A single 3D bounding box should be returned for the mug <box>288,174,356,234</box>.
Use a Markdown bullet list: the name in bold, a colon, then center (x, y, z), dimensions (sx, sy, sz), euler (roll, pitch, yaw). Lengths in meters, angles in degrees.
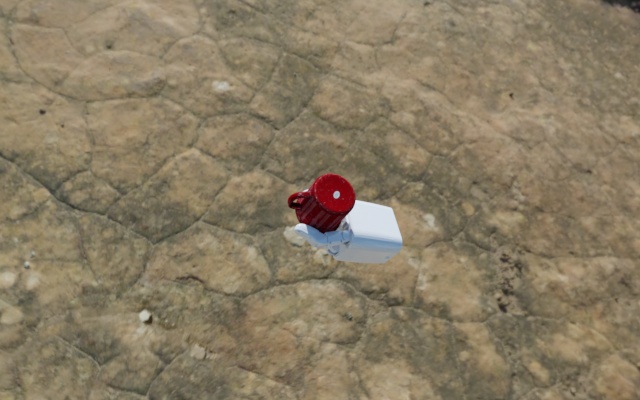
- **mug**: center (-0.001, 0.002, 0.845), dimensions (0.117, 0.093, 0.081), euler (9, -28, -20)
